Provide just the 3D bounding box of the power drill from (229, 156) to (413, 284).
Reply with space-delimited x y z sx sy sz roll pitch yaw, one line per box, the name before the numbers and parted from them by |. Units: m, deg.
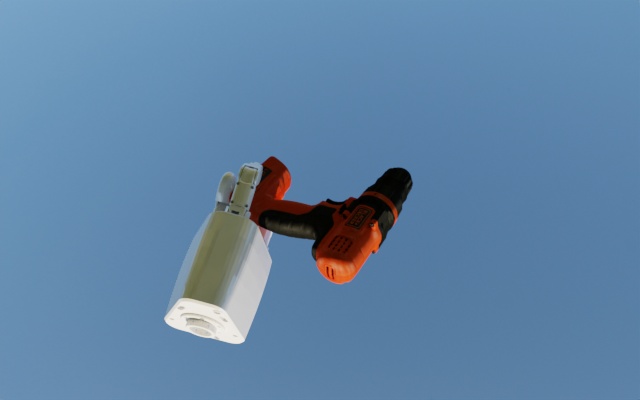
power drill | 0.000 0.002 0.578 0.187 0.057 0.184 16 44 28
